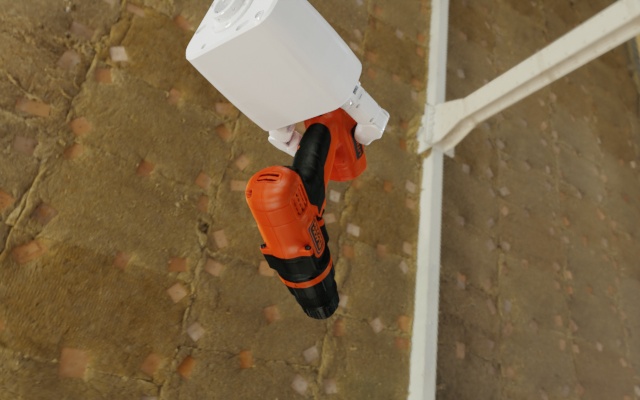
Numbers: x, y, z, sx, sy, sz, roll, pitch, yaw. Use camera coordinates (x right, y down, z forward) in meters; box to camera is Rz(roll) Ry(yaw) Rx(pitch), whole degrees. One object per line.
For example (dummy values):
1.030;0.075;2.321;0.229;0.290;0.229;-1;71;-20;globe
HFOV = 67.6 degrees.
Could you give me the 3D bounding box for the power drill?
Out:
0.000;0.001;0.479;0.057;0.185;0.187;0;44;19;power drill
